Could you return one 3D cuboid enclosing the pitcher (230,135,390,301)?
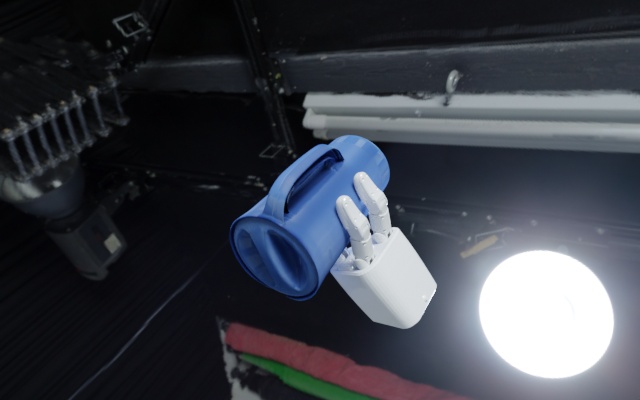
[{"bbox_3d":[0.000,0.002,0.651,0.149,0.145,0.242,-26,16,47],"label":"pitcher"}]
